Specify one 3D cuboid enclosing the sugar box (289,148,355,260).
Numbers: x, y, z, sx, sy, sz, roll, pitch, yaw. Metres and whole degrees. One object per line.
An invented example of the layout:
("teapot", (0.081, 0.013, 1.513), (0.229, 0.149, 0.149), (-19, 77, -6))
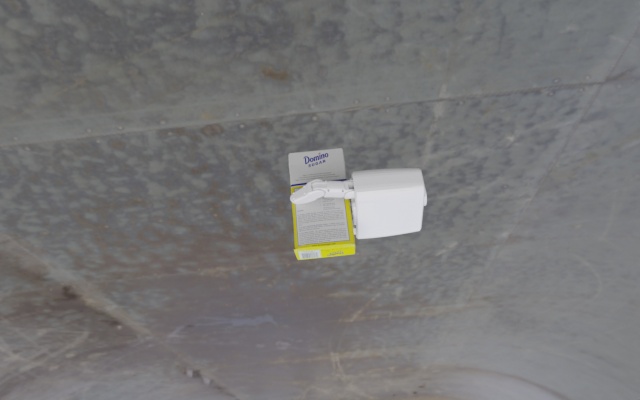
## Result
("sugar box", (0.000, 0.003, 0.765), (0.093, 0.176, 0.048), (-5, -31, 1))
